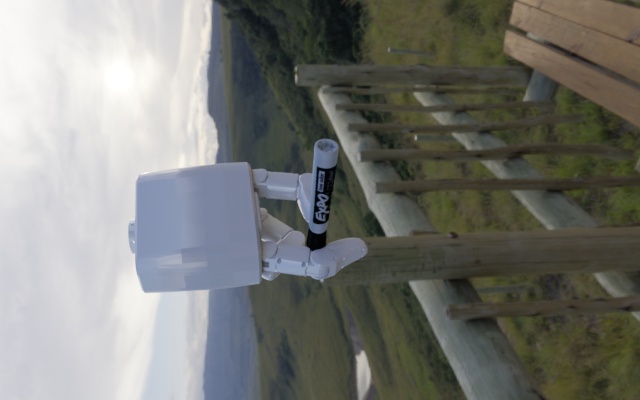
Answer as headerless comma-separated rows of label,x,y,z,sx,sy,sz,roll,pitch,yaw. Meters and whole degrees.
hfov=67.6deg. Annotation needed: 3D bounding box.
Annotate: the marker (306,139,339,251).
marker,0.000,0.001,0.404,0.020,0.020,0.121,3,-45,-3
